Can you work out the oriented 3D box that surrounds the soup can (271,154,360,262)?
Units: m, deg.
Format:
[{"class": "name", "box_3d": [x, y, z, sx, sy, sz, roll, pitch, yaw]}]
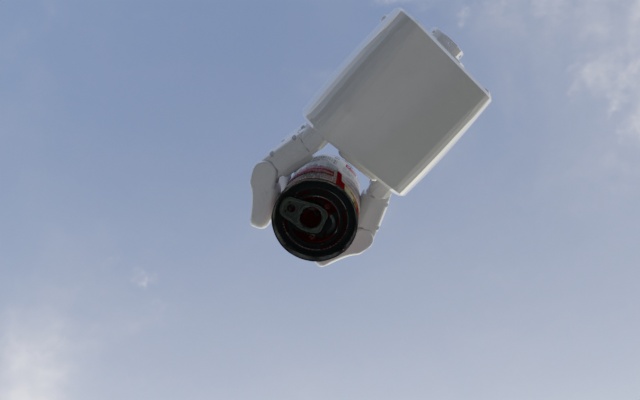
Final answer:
[{"class": "soup can", "box_3d": [0.000, 0.002, 0.416, 0.068, 0.068, 0.102, 0, 17, 6]}]
